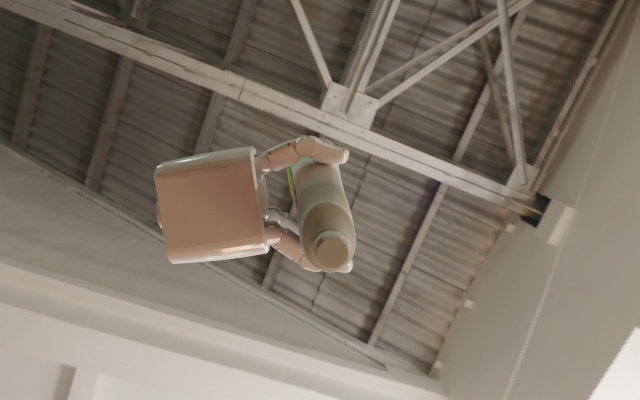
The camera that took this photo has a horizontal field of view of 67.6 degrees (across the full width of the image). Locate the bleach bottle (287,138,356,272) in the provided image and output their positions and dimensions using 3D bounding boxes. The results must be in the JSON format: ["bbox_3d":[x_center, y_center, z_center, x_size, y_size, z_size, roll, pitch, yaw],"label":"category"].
[{"bbox_3d":[0.000,0.002,0.523,0.068,0.102,0.250,-9,17,-2],"label":"bleach bottle"}]
